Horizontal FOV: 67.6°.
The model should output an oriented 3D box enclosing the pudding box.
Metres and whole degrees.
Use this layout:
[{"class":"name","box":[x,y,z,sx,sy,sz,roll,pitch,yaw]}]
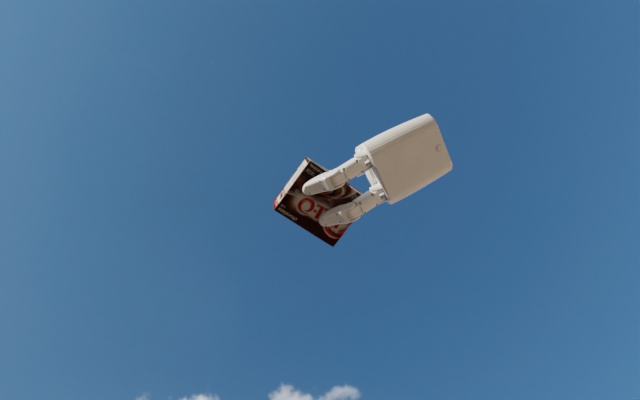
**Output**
[{"class":"pudding box","box":[0.000,0.002,0.705,0.113,0.090,0.039,33,10,-17]}]
